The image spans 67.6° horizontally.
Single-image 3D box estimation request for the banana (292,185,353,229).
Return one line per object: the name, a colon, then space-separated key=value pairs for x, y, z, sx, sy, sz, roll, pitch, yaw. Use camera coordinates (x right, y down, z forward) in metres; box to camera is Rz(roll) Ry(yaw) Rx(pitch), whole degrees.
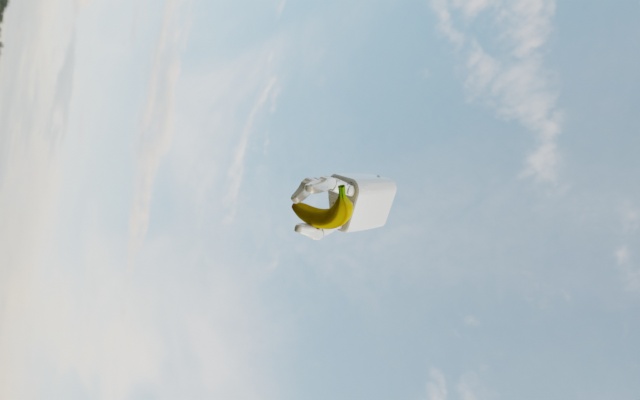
banana: x=0.007 y=0.020 z=0.874 sx=0.037 sy=0.069 sz=0.198 roll=-15 pitch=-2 yaw=-32
